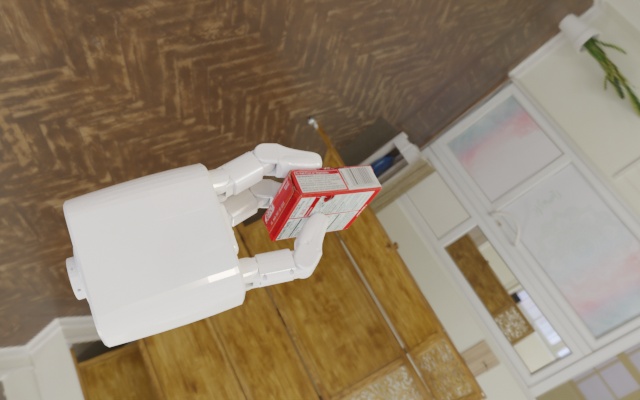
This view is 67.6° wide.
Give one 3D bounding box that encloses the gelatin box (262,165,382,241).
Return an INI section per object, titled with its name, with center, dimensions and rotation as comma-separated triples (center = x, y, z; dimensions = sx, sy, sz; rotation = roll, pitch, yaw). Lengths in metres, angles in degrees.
[gelatin box]
center = 0.001, 0.002, 0.437
dimensions = 0.089, 0.030, 0.073
rotation = -6, -31, -32
